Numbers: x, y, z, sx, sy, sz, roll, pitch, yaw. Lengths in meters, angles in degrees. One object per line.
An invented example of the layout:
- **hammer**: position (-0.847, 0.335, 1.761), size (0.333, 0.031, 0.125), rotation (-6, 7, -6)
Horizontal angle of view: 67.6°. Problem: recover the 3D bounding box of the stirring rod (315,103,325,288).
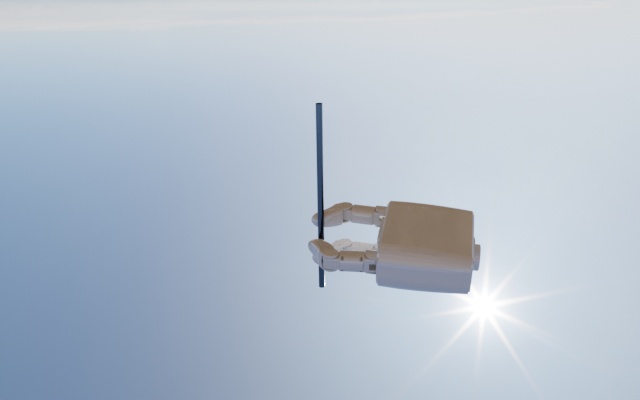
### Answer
- **stirring rod**: position (0.000, 0.002, 0.582), size (0.011, 0.240, 0.011), rotation (-1, 23, 0)
